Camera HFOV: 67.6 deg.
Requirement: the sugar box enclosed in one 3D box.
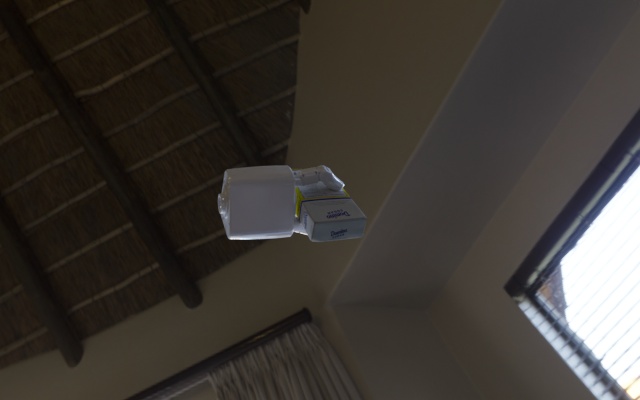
[{"bbox_3d":[0.000,0.003,0.820,0.093,0.048,0.176,-4,35,-21],"label":"sugar box"}]
